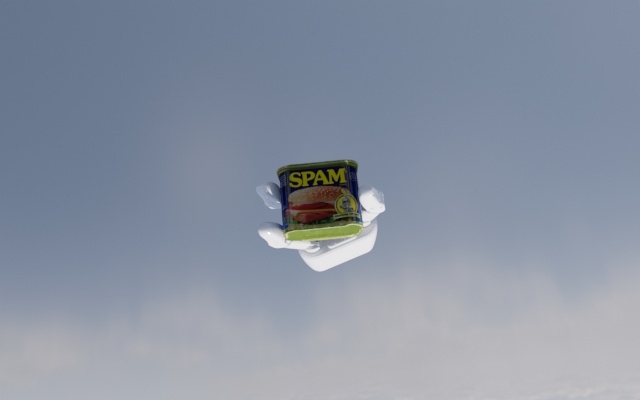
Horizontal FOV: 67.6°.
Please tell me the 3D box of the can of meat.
[{"bbox_3d":[0.000,0.002,0.587,0.102,0.084,0.057,-5,-20,0],"label":"can of meat"}]
